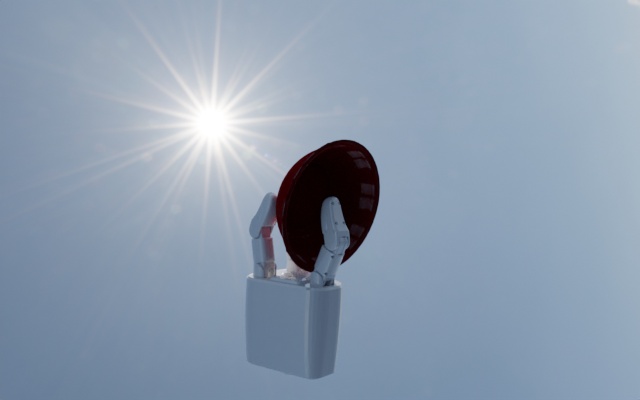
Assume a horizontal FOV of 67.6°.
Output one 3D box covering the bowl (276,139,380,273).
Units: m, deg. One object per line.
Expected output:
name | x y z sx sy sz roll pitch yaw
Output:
bowl | 0.000 0.001 0.574 0.162 0.162 0.055 0 16 -46
